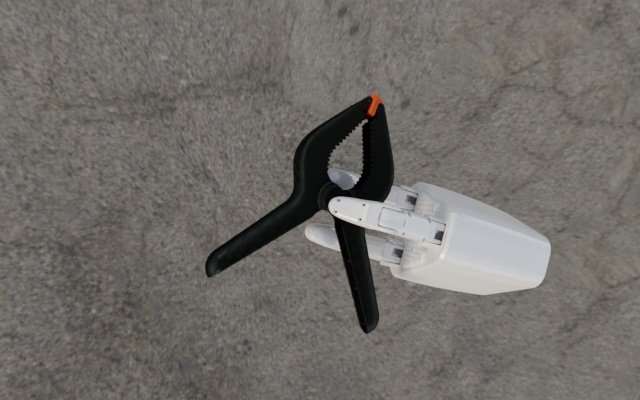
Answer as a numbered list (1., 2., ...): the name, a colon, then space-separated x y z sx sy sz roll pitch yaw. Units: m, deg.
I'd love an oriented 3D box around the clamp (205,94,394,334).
1. clamp: 0.001 0.001 0.424 0.164 0.210 0.036 16 -3 -16
